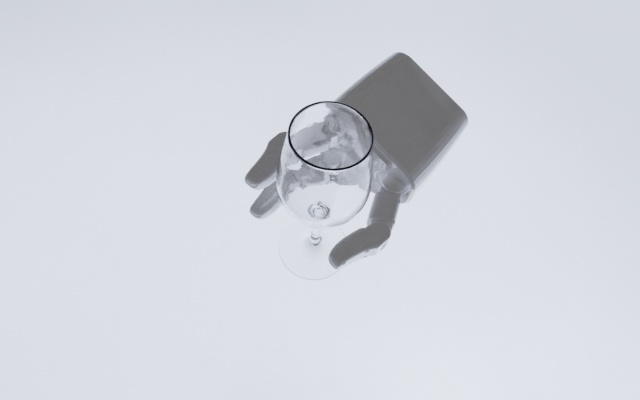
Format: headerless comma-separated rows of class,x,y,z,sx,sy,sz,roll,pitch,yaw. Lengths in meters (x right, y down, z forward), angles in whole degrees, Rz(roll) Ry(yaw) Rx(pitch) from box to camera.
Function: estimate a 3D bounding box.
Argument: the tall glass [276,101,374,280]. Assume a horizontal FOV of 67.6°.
tall glass,0.000,0.002,0.424,0.079,0.079,0.201,0,-29,-5
